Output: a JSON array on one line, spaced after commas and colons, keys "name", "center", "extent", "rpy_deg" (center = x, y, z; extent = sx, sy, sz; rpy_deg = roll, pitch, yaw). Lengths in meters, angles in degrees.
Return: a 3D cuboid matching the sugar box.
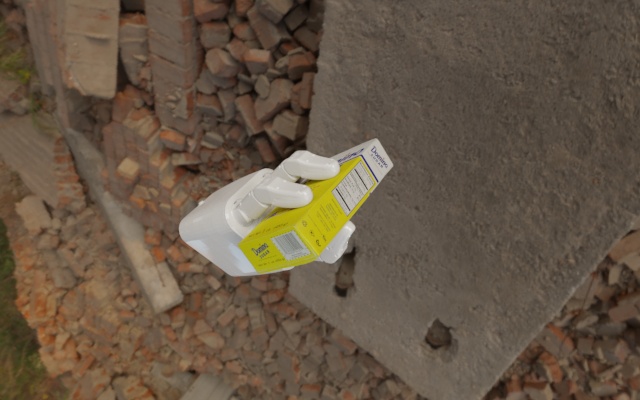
[{"name": "sugar box", "center": [0.000, 0.001, 0.511], "extent": [0.093, 0.048, 0.176], "rpy_deg": [-20, 22, 43]}]
